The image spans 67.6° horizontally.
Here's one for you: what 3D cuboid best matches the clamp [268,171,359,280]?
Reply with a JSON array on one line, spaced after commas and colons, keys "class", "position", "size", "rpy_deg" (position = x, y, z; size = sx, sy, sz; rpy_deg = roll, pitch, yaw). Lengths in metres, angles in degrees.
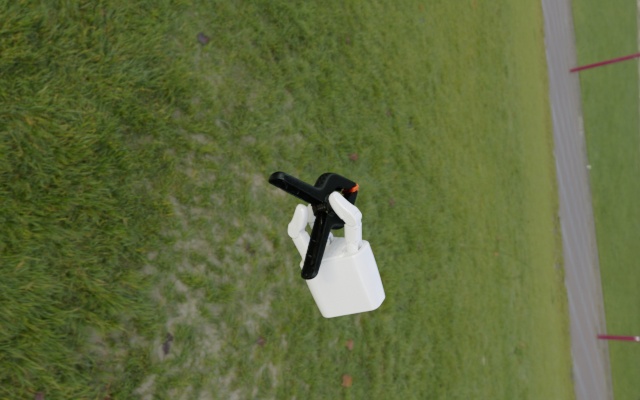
[{"class": "clamp", "position": [0.001, 0.002, 0.750], "size": [0.036, 0.164, 0.210], "rpy_deg": [-10, 20, 34]}]
